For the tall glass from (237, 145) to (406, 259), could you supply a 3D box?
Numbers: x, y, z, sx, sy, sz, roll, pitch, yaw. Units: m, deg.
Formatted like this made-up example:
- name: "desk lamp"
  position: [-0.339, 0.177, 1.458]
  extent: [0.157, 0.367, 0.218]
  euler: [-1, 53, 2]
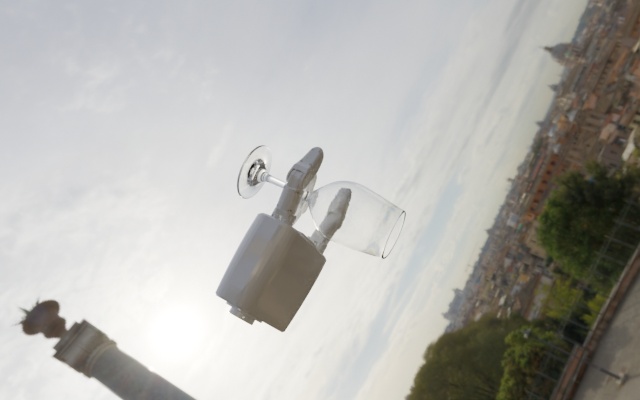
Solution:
- name: "tall glass"
  position: [0.000, 0.001, 0.585]
  extent: [0.201, 0.079, 0.079]
  euler: [24, 8, 19]
